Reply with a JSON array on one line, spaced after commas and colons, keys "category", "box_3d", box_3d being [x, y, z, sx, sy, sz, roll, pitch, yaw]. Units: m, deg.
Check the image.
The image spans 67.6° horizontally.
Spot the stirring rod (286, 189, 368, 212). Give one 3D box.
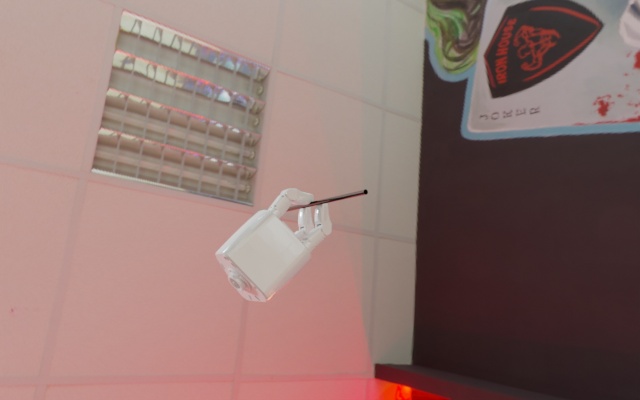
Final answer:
[{"category": "stirring rod", "box_3d": [0.000, 0.003, 0.805, 0.011, 0.011, 0.239, 0, -7, -34]}]
